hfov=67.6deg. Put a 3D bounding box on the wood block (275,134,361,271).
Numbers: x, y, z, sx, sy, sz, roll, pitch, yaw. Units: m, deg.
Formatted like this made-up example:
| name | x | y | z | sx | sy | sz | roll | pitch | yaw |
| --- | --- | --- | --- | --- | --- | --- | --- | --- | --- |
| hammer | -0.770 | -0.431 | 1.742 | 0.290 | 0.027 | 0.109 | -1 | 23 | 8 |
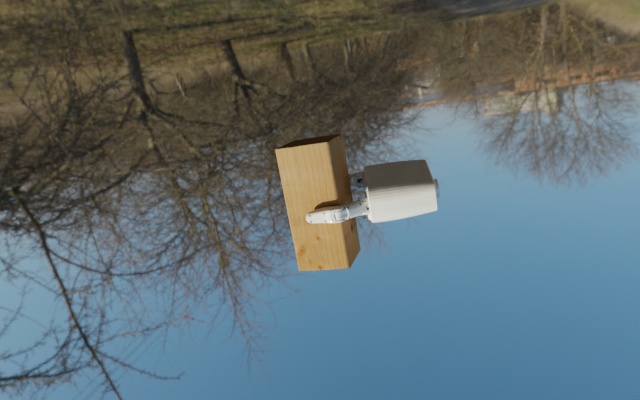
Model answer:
| name | x | y | z | sx | sy | sz | roll | pitch | yaw |
| --- | --- | --- | --- | --- | --- | --- | --- | --- | --- |
| wood block | 0.000 | 0.003 | 0.789 | 0.090 | 0.206 | 0.090 | -6 | 14 | 19 |
